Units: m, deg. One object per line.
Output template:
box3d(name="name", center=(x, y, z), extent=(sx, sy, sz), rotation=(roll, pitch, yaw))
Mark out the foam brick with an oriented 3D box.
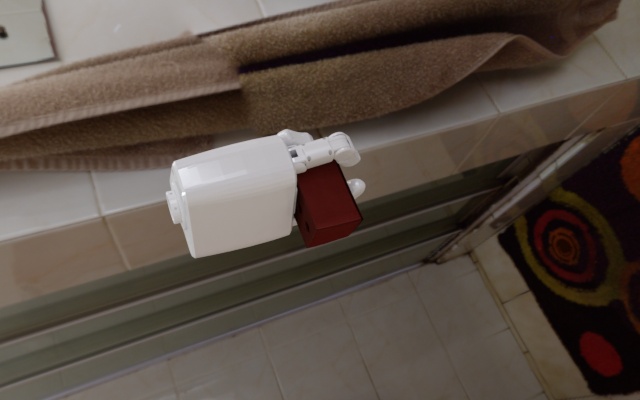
box3d(name="foam brick", center=(0.000, 0.002, 0.493), extent=(0.051, 0.078, 0.053), rotation=(-15, -21, -21))
